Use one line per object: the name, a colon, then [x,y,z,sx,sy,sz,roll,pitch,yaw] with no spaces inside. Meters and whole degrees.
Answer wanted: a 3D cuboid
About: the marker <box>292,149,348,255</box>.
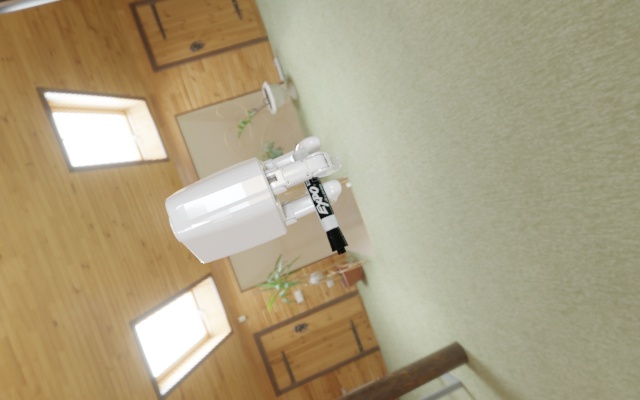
marker: [0.000,0.002,0.517,0.020,0.121,0.020,-23,-8,-3]
